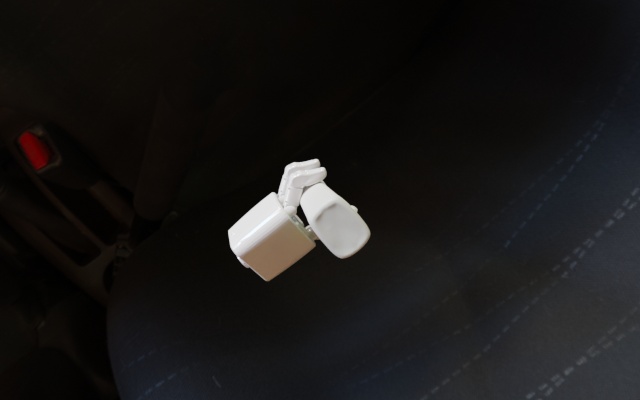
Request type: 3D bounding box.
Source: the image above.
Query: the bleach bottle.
[{"bbox_3d":[0.000,0.003,0.821,0.068,0.102,0.250,-40,23,1],"label":"bleach bottle"}]
